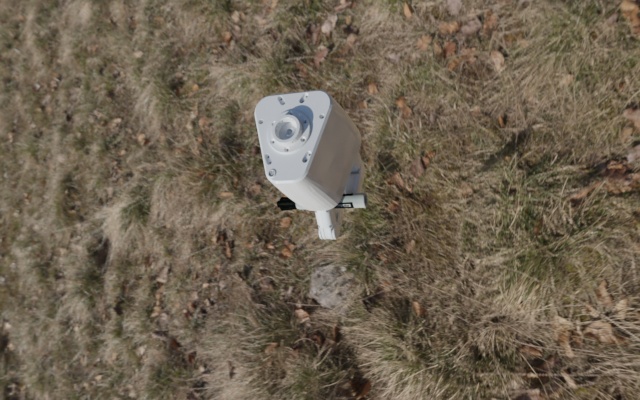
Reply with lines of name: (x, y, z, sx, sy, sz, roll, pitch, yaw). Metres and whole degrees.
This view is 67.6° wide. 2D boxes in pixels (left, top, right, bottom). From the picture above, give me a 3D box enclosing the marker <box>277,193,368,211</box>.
marker: (0.000, 0.002, 0.617, 0.121, 0.020, 0.020, -2, -1, 20)
